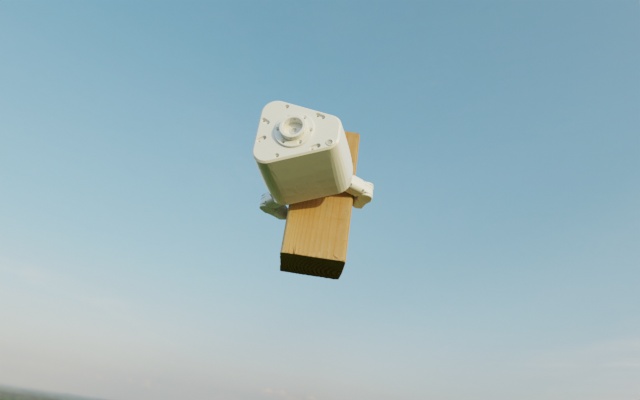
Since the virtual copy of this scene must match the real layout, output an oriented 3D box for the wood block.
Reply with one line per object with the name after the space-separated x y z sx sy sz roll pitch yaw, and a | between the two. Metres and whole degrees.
0.000 0.002 0.714 0.091 0.206 0.090 9 -26 -1 | wood block
